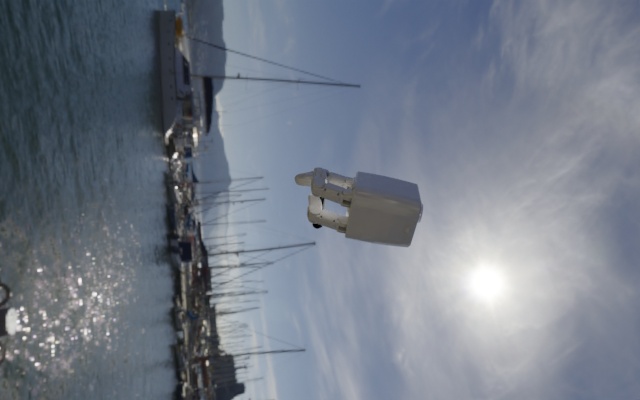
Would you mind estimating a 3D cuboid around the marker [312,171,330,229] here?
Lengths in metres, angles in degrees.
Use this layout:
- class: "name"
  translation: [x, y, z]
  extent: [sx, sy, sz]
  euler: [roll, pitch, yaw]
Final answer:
- class: "marker"
  translation: [0.000, 0.003, 0.828]
  extent: [0.020, 0.121, 0.020]
  euler: [5, 40, -4]
